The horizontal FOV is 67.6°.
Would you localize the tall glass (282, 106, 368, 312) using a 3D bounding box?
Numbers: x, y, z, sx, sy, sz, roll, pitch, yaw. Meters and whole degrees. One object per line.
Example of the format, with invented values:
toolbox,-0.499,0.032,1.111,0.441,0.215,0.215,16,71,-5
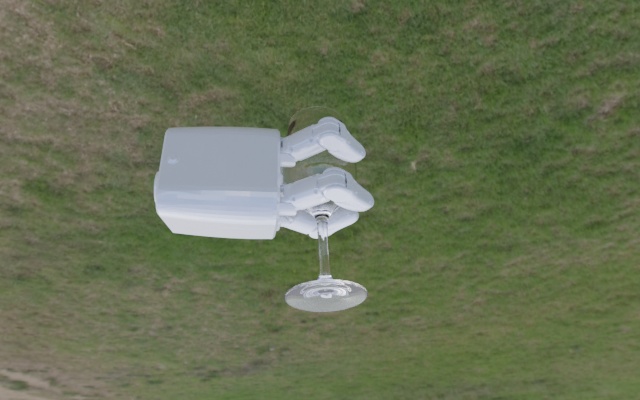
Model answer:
tall glass,0.000,0.002,0.474,0.079,0.201,0.079,-2,-32,-1
